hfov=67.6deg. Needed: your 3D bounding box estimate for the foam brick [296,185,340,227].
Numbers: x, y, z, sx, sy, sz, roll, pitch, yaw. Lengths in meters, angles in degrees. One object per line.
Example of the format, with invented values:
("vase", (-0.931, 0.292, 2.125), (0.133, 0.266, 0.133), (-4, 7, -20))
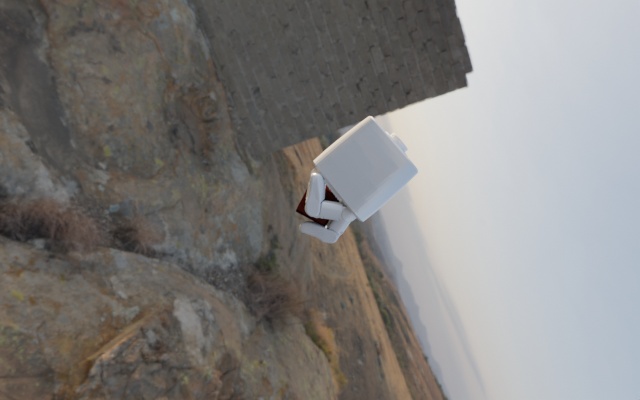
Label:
("foam brick", (0.000, 0.002, 0.744), (0.053, 0.051, 0.078), (28, 7, 1))
